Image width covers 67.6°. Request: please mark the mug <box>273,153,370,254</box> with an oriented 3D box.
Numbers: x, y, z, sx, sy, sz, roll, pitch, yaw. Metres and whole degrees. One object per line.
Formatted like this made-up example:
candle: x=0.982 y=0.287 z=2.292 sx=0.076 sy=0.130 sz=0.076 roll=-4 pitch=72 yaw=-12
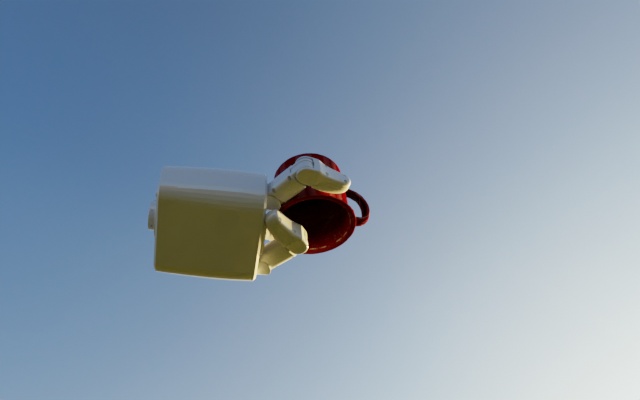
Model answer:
mug: x=0.001 y=0.002 z=0.546 sx=0.117 sy=0.093 sz=0.081 roll=6 pitch=43 yaw=-14
